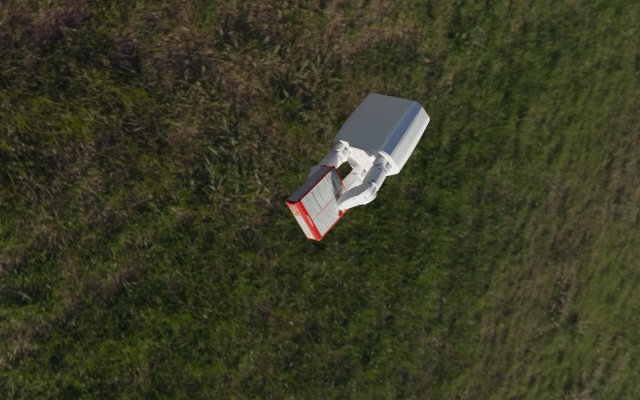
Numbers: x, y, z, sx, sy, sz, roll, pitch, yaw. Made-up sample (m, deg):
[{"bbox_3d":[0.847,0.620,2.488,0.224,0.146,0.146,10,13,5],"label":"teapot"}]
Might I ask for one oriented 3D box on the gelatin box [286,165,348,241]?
[{"bbox_3d":[0.000,0.003,0.704,0.030,0.073,0.089,8,46,47],"label":"gelatin box"}]
